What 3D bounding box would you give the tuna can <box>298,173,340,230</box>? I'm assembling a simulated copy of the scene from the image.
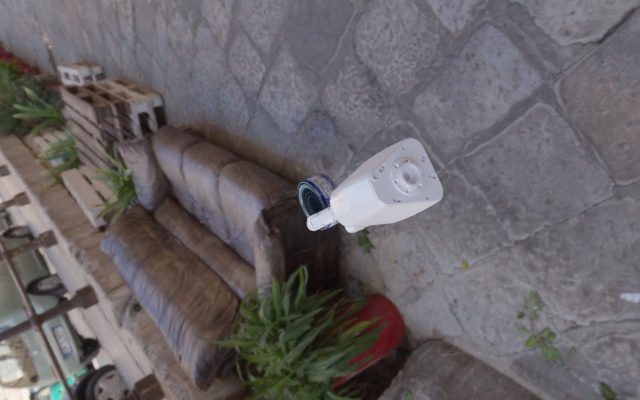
[{"bbox_3d":[0.000,0.003,0.752,0.033,0.086,0.086,-27,12,-26],"label":"tuna can"}]
